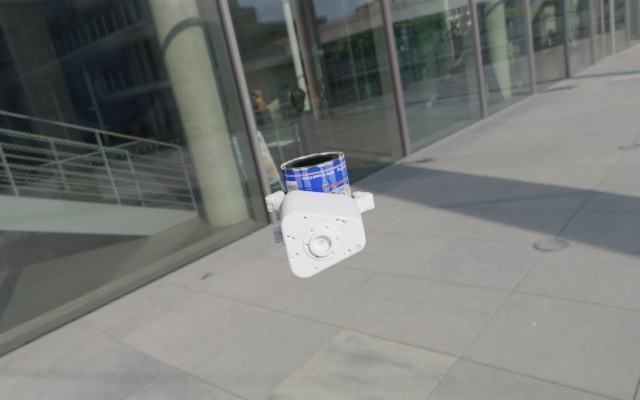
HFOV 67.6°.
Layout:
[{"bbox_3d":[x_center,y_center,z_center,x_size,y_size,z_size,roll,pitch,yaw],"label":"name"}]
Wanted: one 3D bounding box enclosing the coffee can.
[{"bbox_3d":[0.000,0.003,0.765,0.103,0.140,0.102,-11,15,3],"label":"coffee can"}]
